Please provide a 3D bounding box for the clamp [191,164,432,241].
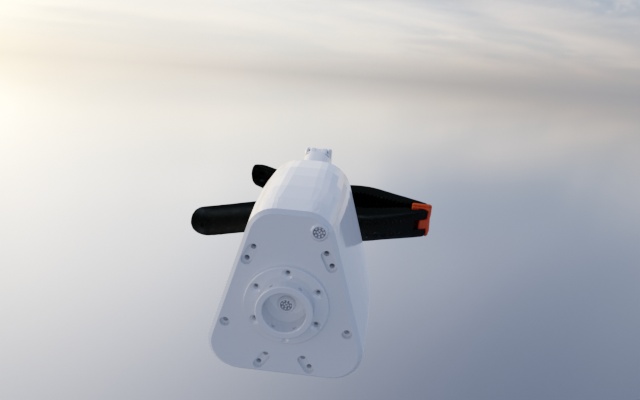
[{"bbox_3d":[0.001,0.001,0.471,0.210,0.036,0.164,5,21,4],"label":"clamp"}]
